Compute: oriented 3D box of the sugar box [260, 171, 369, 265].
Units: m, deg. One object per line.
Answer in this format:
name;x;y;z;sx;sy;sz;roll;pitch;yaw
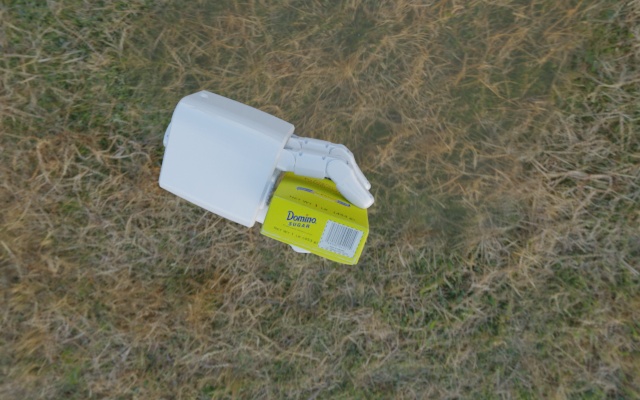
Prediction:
sugar box;0.000;0.001;0.505;0.093;0.048;0.176;20;19;-4
